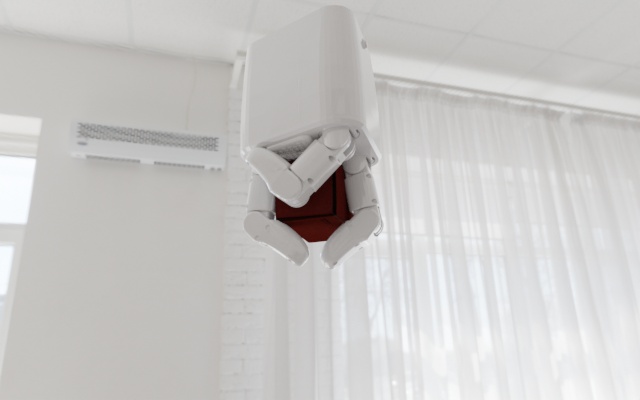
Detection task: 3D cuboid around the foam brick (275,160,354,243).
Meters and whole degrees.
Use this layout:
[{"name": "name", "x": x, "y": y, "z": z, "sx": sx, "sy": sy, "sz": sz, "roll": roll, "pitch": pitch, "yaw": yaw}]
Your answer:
[{"name": "foam brick", "x": 0.000, "y": 0.002, "z": 0.408, "sx": 0.053, "sy": 0.051, "sz": 0.078, "roll": -7, "pitch": -19, "yaw": 16}]
